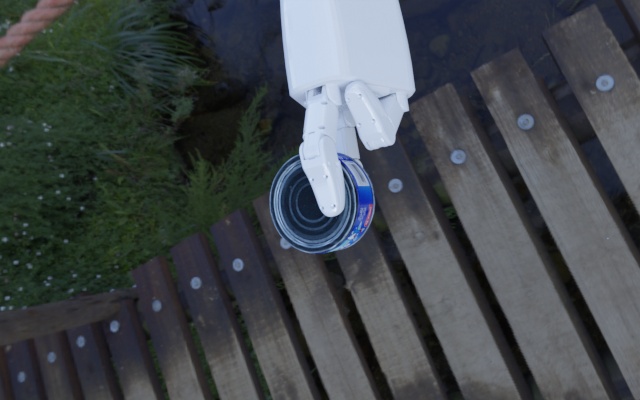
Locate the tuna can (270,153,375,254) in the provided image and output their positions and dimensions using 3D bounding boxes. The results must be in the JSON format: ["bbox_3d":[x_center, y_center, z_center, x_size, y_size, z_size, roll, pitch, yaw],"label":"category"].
[{"bbox_3d":[0.000,0.001,0.400,0.086,0.086,0.034,0,2,30],"label":"tuna can"}]
